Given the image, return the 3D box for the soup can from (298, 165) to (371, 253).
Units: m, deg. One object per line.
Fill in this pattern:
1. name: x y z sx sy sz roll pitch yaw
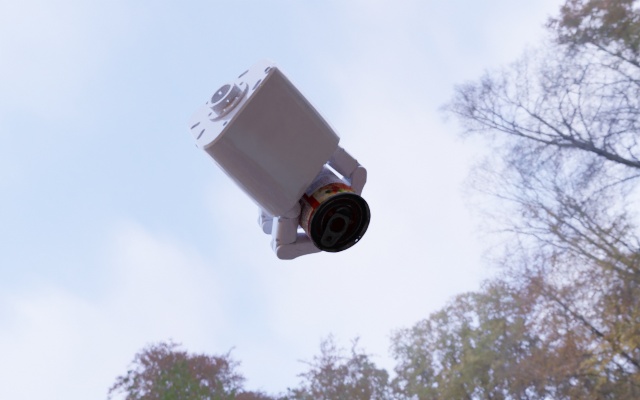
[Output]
1. soup can: 0.000 0.002 0.514 0.068 0.068 0.102 0 25 -27
